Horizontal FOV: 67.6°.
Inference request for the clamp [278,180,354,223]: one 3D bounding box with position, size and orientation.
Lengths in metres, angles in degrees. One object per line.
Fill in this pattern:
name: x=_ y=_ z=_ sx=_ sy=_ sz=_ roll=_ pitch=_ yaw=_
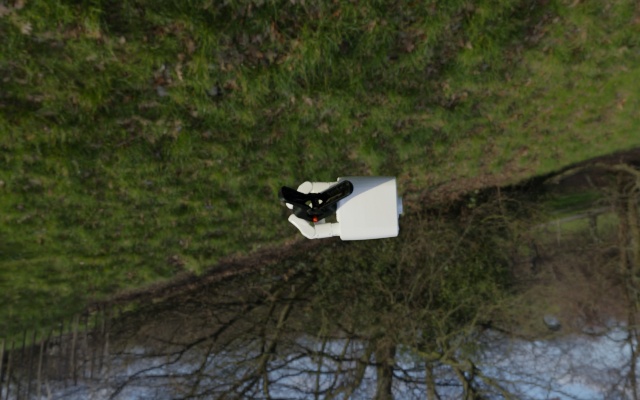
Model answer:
clamp: x=0.000 y=0.003 z=0.822 sx=0.120 sy=0.039 sz=0.171 roll=-2 pitch=-14 yaw=6
